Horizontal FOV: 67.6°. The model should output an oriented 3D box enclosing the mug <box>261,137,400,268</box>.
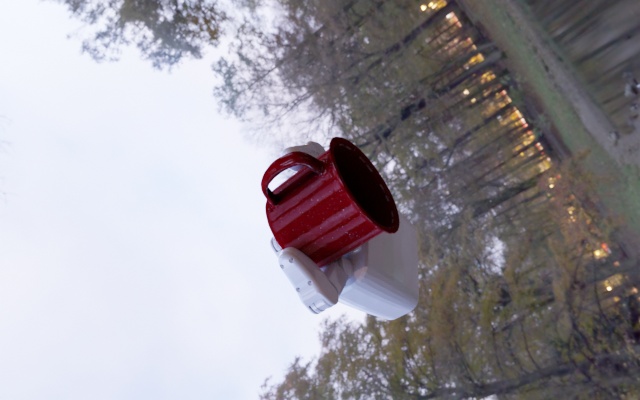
[{"bbox_3d":[-0.001,0.001,0.400,0.081,0.093,0.117,-34,-45,24],"label":"mug"}]
